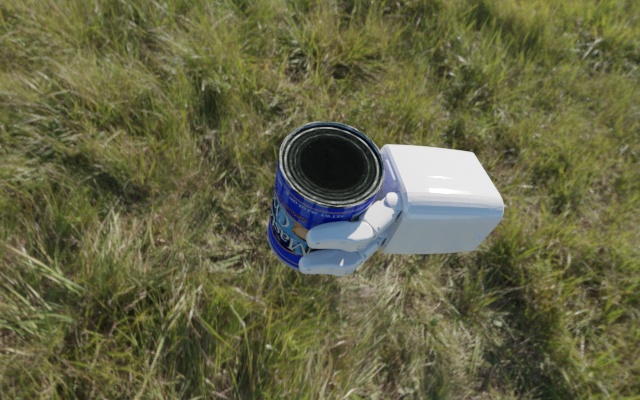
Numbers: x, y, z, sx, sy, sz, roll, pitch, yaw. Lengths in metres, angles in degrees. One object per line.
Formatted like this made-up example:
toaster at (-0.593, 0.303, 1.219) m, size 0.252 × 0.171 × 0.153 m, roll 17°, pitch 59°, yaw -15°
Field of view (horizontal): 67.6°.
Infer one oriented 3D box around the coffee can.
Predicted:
coffee can at (0.000, 0.002, 0.505) m, size 0.103 × 0.102 × 0.140 m, roll 0°, pitch -33°, yaw -11°
